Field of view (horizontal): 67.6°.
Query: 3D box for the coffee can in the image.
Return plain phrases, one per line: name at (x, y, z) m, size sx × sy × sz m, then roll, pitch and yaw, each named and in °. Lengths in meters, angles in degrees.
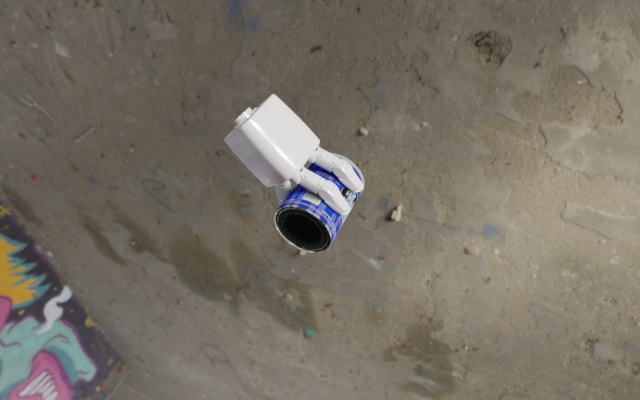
coffee can at (0.000, 0.003, 0.793) m, size 0.103 × 0.103 × 0.140 m, roll 0°, pitch 40°, yaw 34°
